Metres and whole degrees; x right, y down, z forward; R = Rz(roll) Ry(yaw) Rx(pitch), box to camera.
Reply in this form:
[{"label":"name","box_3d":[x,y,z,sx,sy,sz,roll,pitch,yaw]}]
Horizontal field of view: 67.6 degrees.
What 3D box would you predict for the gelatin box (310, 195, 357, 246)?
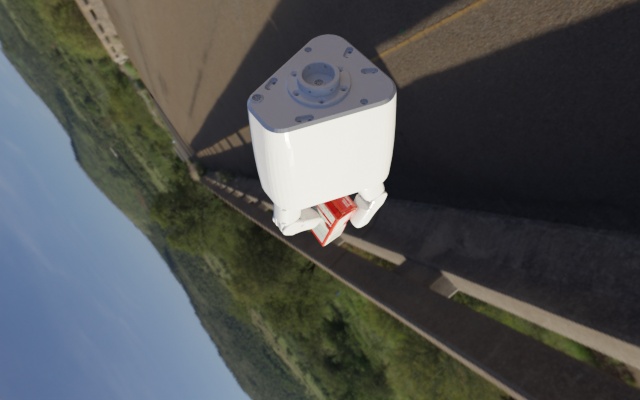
[{"label":"gelatin box","box_3d":[0.000,0.002,0.529,0.030,0.073,0.089,-32,-15,-21]}]
